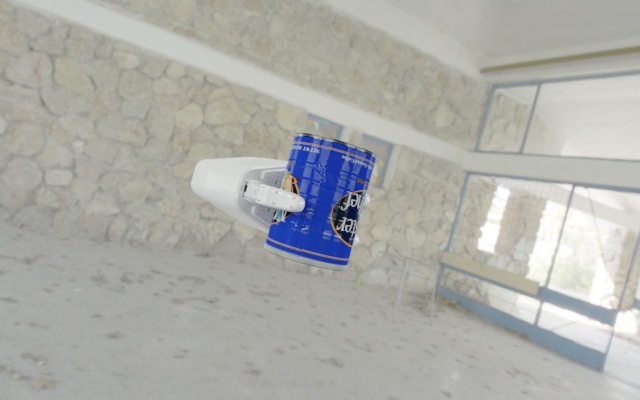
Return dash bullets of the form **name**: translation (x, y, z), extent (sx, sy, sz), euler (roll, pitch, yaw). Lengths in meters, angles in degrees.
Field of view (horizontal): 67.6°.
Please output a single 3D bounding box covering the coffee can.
- **coffee can**: translation (0.000, 0.002, 0.568), extent (0.103, 0.140, 0.103), euler (15, 0, 0)
